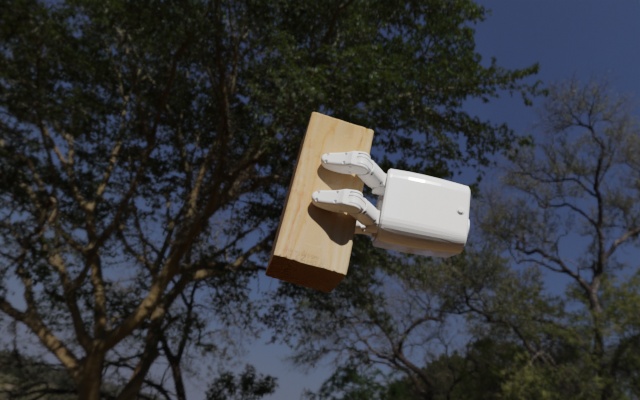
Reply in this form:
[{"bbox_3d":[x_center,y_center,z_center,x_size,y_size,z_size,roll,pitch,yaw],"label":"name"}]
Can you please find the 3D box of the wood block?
[{"bbox_3d":[0.000,0.002,0.626,0.090,0.206,0.091,16,-27,-5],"label":"wood block"}]
